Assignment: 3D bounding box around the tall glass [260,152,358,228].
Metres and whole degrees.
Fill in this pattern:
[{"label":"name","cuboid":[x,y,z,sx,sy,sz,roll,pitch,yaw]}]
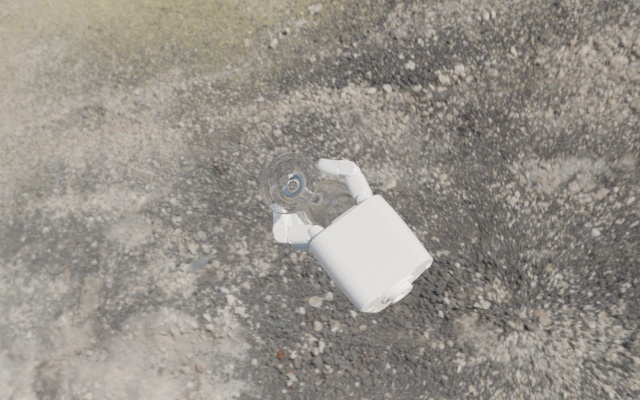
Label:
[{"label":"tall glass","cuboid":[0.000,0.002,0.641,0.079,0.079,0.201,0,-13,22]}]
